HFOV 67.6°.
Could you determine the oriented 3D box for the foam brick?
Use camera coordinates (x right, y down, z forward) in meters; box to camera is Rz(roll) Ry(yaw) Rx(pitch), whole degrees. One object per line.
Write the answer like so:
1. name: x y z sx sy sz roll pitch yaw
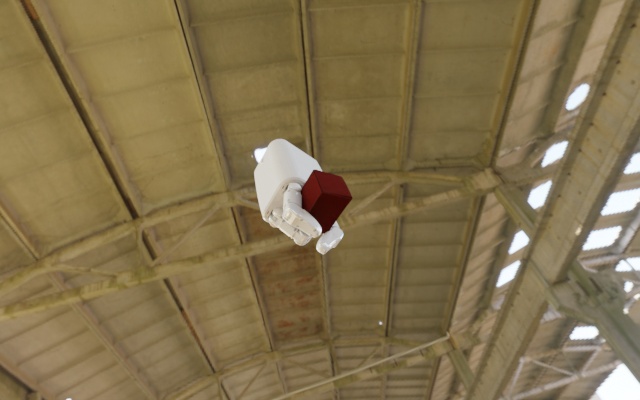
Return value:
1. foam brick: 0.000 0.002 0.700 0.053 0.078 0.051 13 38 -30
